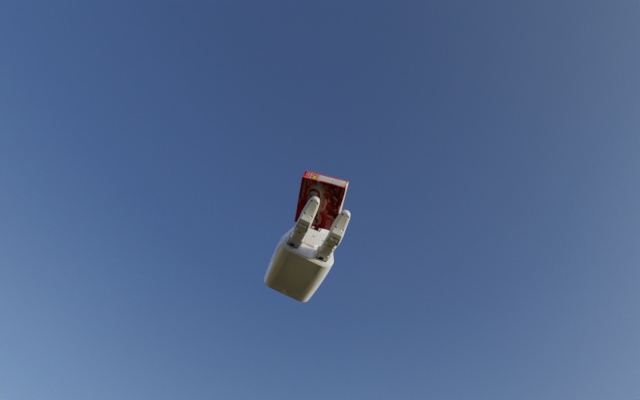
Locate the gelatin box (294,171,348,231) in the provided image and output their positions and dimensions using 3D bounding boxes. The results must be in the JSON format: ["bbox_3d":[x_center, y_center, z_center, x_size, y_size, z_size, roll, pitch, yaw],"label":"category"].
[{"bbox_3d":[0.000,0.002,0.788,0.073,0.089,0.030,15,29,5],"label":"gelatin box"}]
